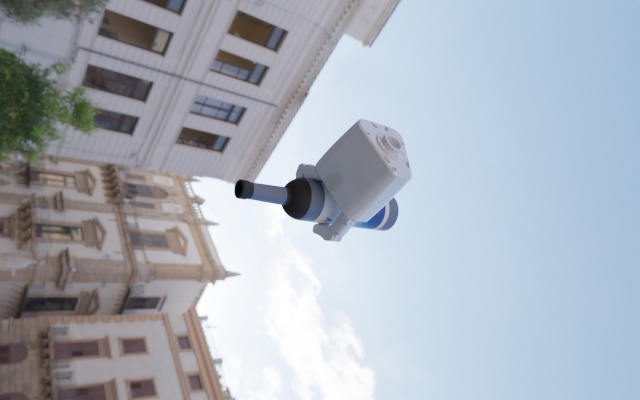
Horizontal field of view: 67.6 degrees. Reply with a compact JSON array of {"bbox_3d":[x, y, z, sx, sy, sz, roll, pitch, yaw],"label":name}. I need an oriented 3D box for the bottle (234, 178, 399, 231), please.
[{"bbox_3d":[0.000,0.003,0.753,0.296,0.069,0.069,9,-6,-39],"label":"bottle"}]
